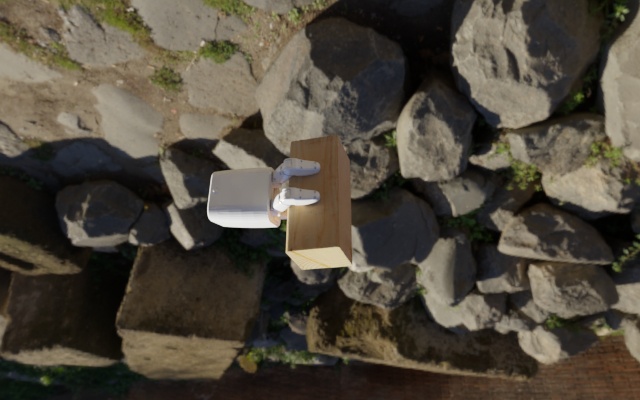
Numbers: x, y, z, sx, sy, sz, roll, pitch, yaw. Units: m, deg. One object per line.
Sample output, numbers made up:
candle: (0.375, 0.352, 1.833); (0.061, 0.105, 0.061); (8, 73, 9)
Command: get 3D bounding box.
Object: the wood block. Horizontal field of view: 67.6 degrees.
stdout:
wood block: (0.000, 0.003, 0.813); (0.090, 0.206, 0.091); (-7, -28, 14)
